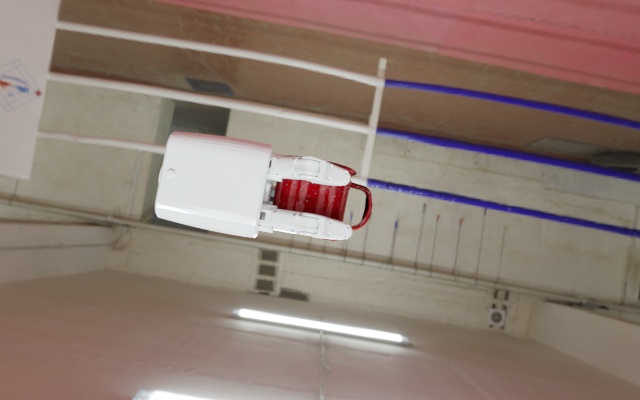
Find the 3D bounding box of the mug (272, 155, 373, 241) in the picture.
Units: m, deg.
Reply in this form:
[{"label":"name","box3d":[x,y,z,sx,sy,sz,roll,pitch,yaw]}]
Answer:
[{"label":"mug","box3d":[0.001,0.002,0.540,0.117,0.081,0.093,10,-4,-2]}]
